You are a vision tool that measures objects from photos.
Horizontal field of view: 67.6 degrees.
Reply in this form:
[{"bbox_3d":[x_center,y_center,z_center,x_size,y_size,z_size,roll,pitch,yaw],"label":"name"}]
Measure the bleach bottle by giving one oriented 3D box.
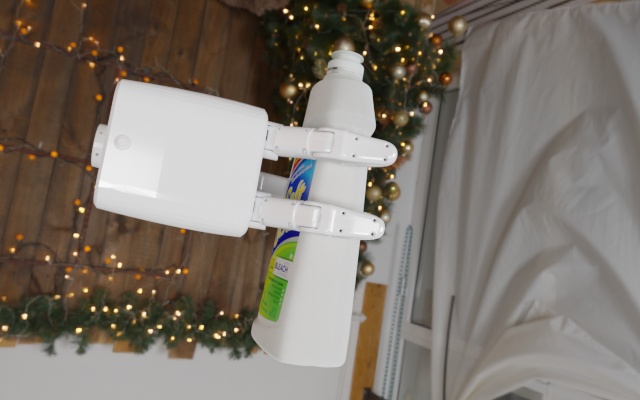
[{"bbox_3d":[0.000,0.001,0.404,0.068,0.251,0.102,11,-5,-19],"label":"bleach bottle"}]
